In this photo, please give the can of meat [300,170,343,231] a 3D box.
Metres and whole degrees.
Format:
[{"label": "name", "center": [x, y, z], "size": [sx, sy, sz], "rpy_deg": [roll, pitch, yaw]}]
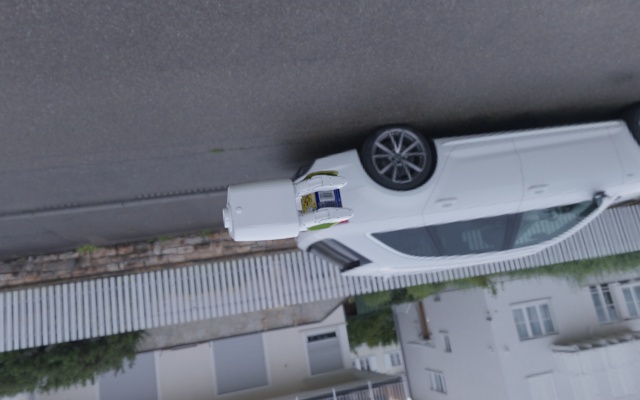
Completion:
[{"label": "can of meat", "center": [0.000, 0.003, 0.839], "size": [0.057, 0.084, 0.102], "rpy_deg": [-5, -14, -19]}]
